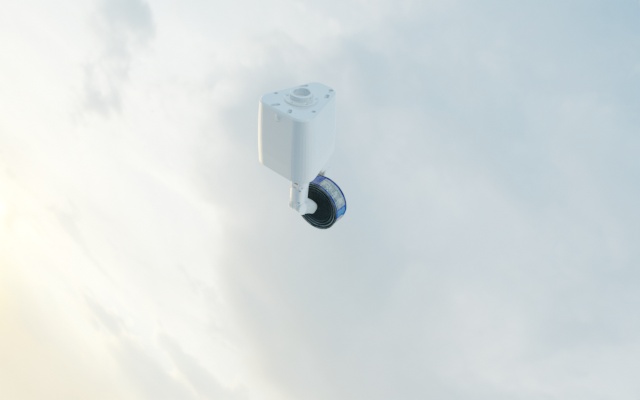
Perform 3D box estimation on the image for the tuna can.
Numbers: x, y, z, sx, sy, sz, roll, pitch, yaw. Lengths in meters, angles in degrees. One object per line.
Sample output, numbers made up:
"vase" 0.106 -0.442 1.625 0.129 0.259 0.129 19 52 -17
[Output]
"tuna can" 0.000 0.002 0.786 0.086 0.086 0.033 0 27 43
